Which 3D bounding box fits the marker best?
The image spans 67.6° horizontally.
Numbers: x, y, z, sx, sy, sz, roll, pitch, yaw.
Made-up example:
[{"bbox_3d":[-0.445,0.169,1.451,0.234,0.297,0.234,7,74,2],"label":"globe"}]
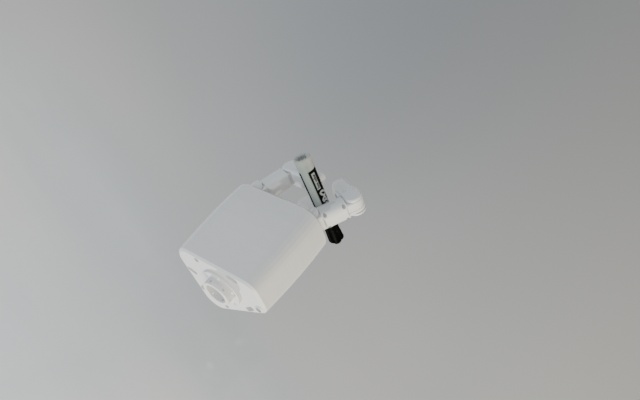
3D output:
[{"bbox_3d":[0.000,0.002,0.528,0.020,0.121,0.020,-16,33,11],"label":"marker"}]
